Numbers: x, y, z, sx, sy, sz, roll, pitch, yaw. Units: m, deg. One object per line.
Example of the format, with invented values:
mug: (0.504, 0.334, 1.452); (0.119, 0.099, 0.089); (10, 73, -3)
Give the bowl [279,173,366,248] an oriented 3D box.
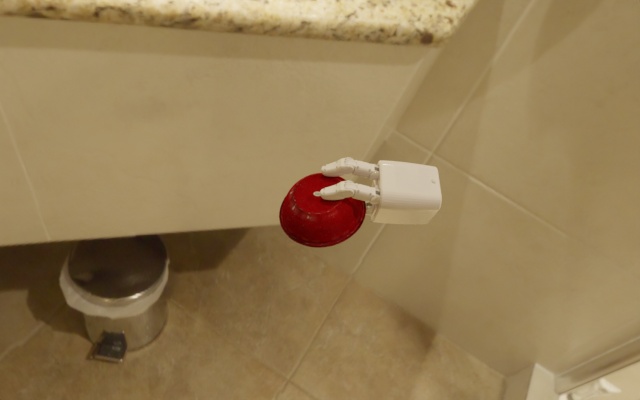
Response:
bowl: (-0.001, 0.003, 0.857); (0.162, 0.162, 0.055); (0, -38, 10)
